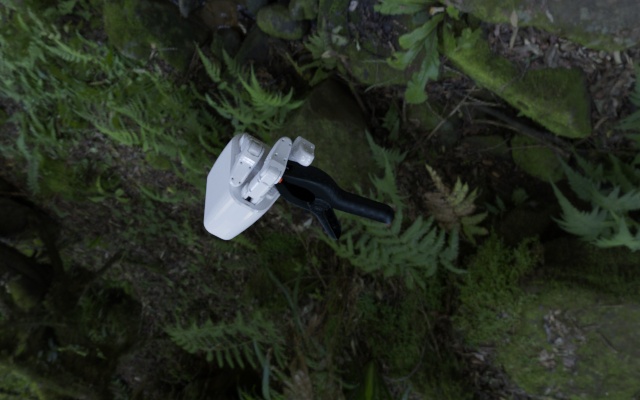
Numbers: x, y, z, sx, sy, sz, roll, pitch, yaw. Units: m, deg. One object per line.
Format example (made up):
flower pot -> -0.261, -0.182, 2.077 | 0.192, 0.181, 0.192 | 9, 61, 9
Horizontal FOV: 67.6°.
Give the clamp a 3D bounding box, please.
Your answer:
clamp -> 0.000, 0.002, 0.639 | 0.171, 0.039, 0.120 | 30, -39, -19
